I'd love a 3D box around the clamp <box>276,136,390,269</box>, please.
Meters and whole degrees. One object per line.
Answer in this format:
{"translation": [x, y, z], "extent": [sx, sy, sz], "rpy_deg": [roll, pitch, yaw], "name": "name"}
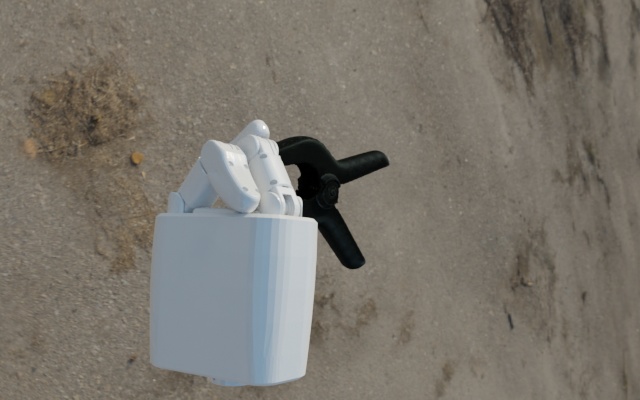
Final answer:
{"translation": [0.000, 0.001, 0.428], "extent": [0.171, 0.120, 0.039], "rpy_deg": [9, -7, -44], "name": "clamp"}
